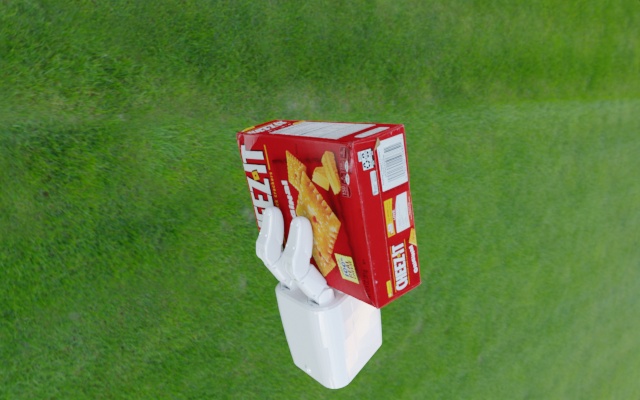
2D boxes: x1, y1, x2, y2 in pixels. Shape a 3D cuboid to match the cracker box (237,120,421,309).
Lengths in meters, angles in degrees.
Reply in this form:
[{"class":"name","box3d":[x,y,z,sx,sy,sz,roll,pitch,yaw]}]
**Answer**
[{"class":"cracker box","box3d":[0.000,0.002,0.515,0.072,0.164,0.213,-22,22,-33]}]
